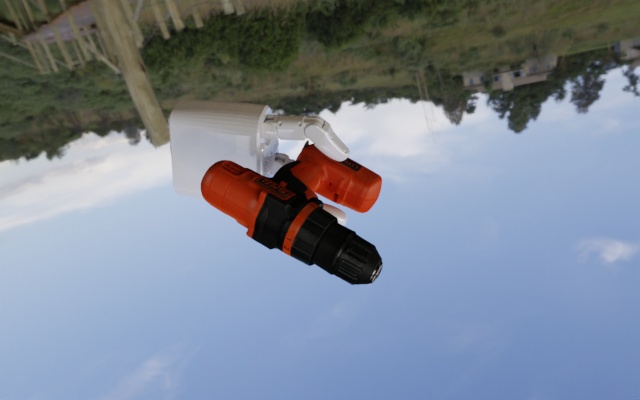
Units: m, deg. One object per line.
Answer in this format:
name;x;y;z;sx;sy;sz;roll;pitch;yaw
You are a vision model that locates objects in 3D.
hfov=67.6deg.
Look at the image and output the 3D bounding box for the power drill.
power drill;0.000;0.001;0.489;0.184;0.057;0.187;30;24;14
